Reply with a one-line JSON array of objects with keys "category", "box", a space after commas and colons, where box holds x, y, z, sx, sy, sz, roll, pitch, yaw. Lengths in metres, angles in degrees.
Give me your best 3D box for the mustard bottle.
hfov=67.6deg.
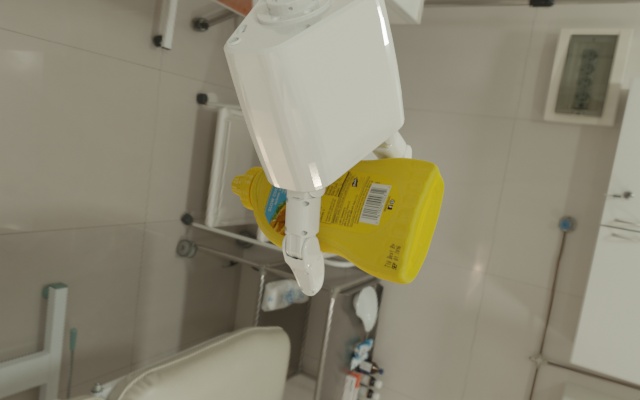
[{"category": "mustard bottle", "box": [0.000, 0.002, 0.410, 0.191, 0.096, 0.058, 12, -17, 30]}]
